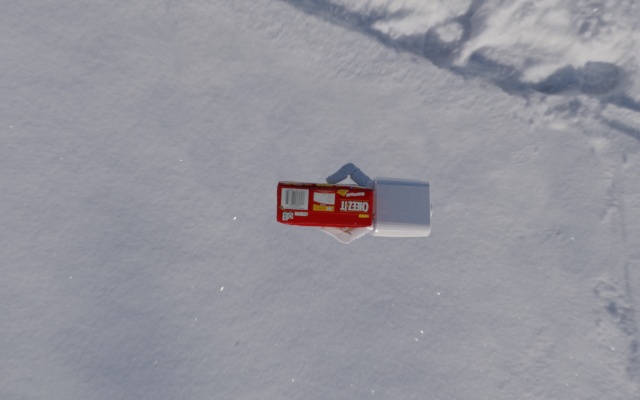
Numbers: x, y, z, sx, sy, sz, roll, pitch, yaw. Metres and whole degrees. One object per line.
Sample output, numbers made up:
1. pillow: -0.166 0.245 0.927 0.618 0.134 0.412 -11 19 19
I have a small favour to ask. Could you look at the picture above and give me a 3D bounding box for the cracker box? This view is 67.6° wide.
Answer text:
1. cracker box: 0.000 0.003 0.896 0.164 0.072 0.213 2 4 -5
